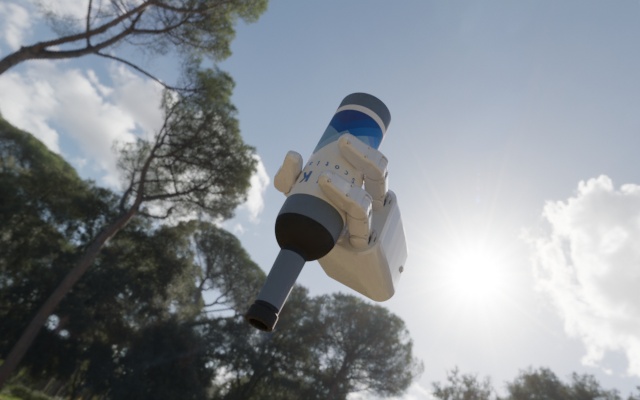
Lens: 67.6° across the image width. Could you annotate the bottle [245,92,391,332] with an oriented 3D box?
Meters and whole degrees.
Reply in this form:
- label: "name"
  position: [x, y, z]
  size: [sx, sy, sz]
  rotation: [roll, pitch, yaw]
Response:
- label: "bottle"
  position: [0.000, 0.001, 0.506]
  size: [0.069, 0.295, 0.069]
  rotation: [18, -35, 13]
